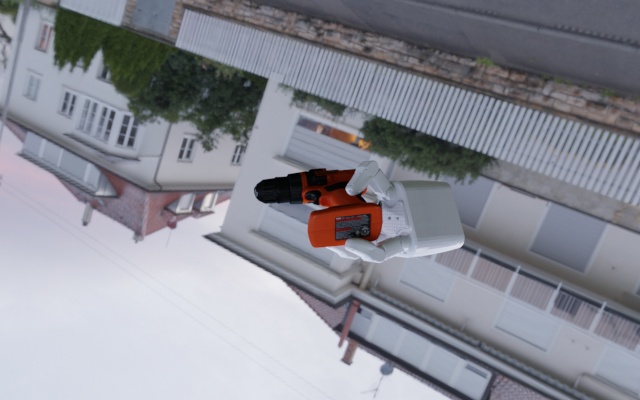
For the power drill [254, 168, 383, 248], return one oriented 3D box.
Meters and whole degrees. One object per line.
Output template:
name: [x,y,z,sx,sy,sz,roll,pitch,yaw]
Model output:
power drill: [0.000,0.003,0.710,0.184,0.057,0.187,-8,25,-11]
